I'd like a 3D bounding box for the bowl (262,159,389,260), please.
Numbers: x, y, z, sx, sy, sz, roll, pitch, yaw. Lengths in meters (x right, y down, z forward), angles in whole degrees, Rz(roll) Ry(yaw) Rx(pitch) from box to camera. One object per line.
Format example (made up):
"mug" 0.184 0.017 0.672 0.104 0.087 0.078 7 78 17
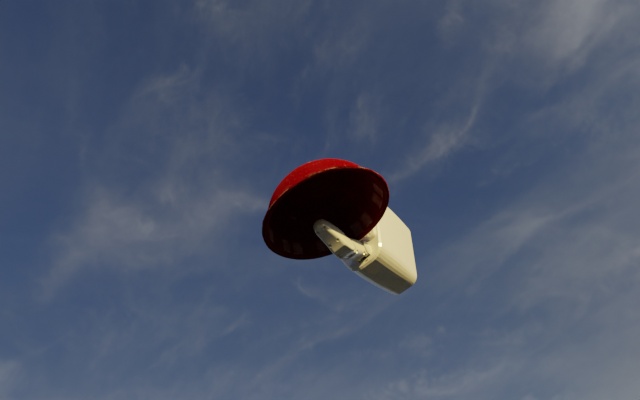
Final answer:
"bowl" -0.001 0.001 0.585 0.162 0.055 0.162 -15 -39 -13
